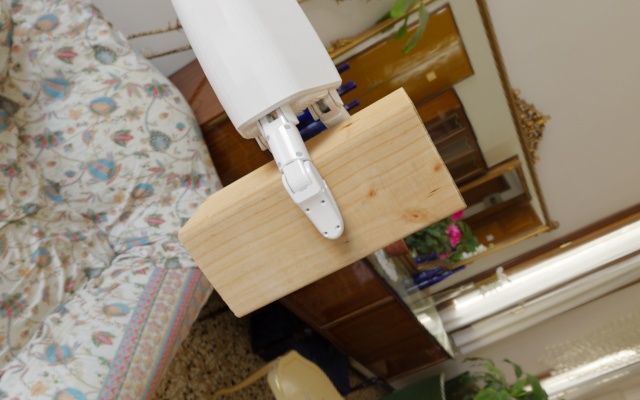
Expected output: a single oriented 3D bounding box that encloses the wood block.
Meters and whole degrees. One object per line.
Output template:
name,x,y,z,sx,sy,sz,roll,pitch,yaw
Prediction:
wood block,0.000,0.001,0.401,0.206,0.090,0.090,-28,16,14
